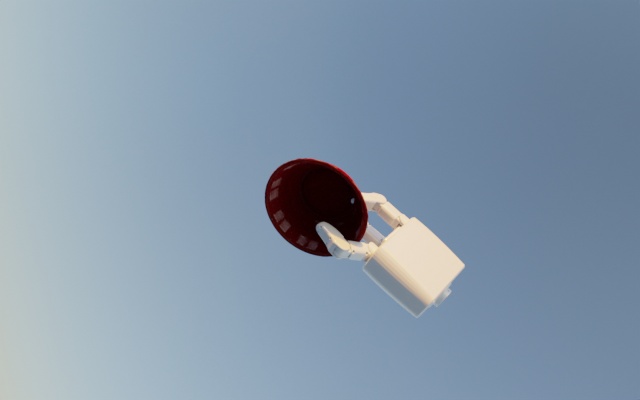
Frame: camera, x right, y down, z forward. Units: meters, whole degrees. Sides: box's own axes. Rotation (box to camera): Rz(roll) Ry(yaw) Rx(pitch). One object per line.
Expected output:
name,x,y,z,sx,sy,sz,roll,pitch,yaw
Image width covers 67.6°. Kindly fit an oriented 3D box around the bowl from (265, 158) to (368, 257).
bowl,-0.001,0.001,0.712,0.162,0.162,0.055,0,28,24
